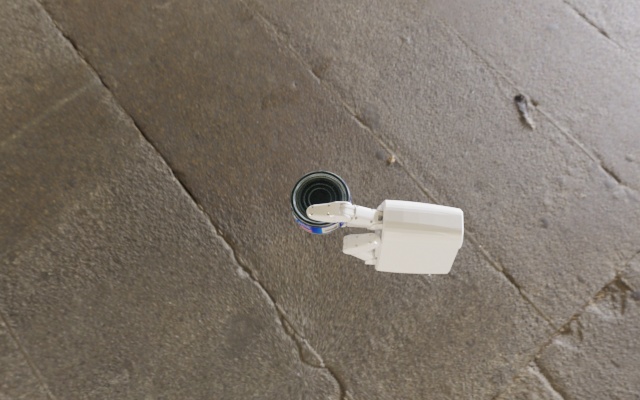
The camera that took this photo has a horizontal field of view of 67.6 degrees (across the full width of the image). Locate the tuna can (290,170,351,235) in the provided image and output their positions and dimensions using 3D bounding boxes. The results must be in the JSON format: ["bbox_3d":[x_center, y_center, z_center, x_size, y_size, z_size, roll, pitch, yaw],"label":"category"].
[{"bbox_3d":[0.000,0.002,0.668,0.086,0.086,0.034,0,-21,4],"label":"tuna can"}]
